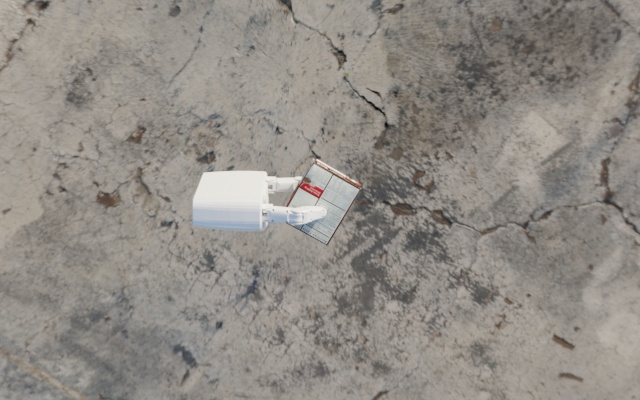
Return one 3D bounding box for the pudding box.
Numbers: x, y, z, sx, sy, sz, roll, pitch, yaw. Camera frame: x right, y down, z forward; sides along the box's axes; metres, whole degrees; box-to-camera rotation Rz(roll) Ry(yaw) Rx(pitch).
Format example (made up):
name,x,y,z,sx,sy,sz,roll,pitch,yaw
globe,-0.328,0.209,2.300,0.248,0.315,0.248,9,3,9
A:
name,x,y,z,sx,sy,sz,roll,pitch,yaw
pudding box,0.000,0.003,0.764,0.090,0.113,0.039,29,14,-6
